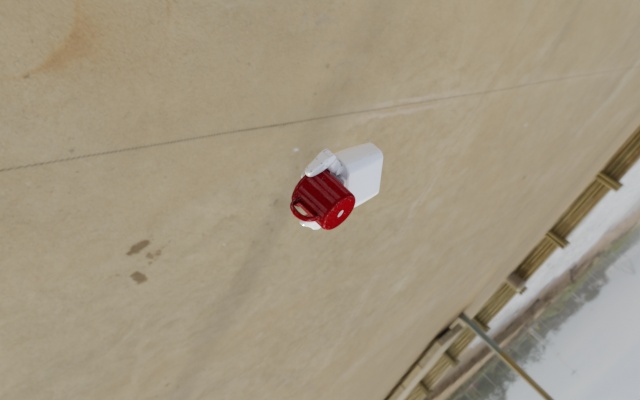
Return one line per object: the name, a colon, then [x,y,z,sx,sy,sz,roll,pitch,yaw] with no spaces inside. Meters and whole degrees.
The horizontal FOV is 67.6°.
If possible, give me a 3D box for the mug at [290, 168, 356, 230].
mug: [-0.001,0.003,0.849,0.117,0.093,0.081,-25,57,-38]
